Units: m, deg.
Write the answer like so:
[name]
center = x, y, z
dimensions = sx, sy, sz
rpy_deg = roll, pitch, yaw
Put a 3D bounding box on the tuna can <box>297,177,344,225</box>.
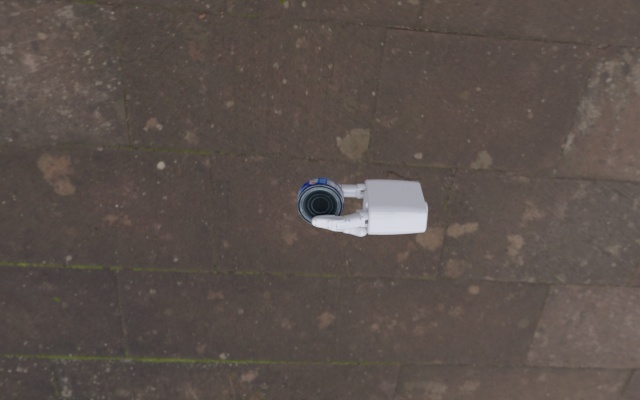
[tuna can]
center = 0.000, 0.003, 0.868
dimensions = 0.086, 0.086, 0.033
rpy_deg = 0, 26, 3
